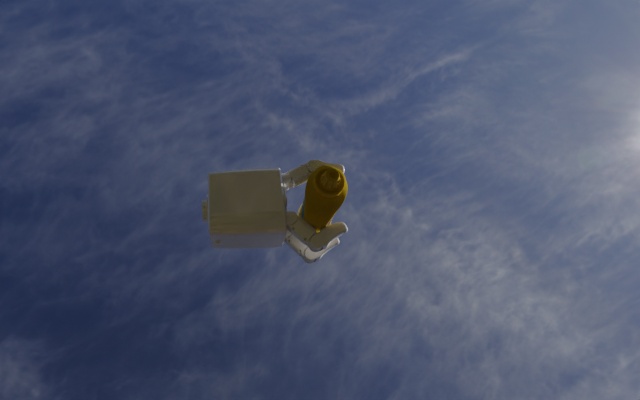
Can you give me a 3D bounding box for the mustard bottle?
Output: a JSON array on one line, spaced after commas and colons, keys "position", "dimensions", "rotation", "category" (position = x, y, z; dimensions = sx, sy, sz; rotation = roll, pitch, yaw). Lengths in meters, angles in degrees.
[{"position": [0.000, 0.002, 0.701], "dimensions": [0.058, 0.096, 0.192], "rotation": [20, -24, -1], "category": "mustard bottle"}]
